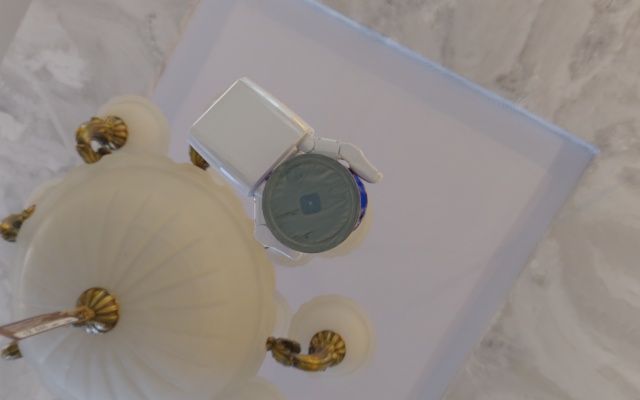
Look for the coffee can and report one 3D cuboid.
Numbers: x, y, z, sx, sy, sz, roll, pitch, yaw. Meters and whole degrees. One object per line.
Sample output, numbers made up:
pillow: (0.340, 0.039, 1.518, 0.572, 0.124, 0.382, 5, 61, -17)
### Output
coffee can: (0.000, 0.002, 0.554, 0.103, 0.103, 0.140, 0, 1, 9)
